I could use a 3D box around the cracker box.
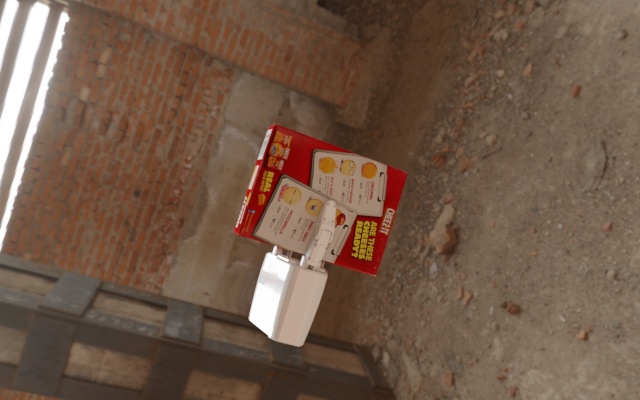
[{"bbox_3d":[0.000,0.002,0.705,0.214,0.164,0.072,18,-3,-16],"label":"cracker box"}]
